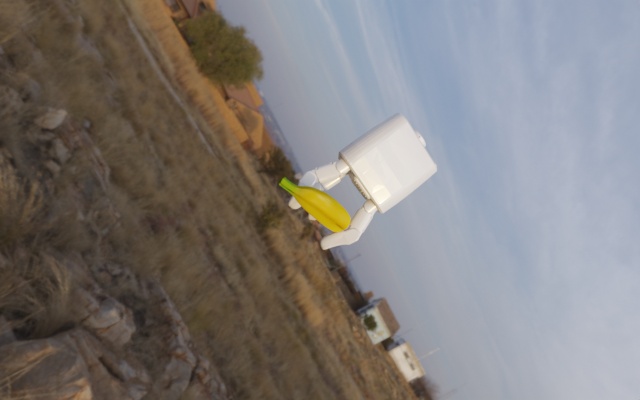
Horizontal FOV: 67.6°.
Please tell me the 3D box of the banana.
[{"bbox_3d":[0.011,0.014,0.669,0.069,0.037,0.198,46,3,25],"label":"banana"}]
